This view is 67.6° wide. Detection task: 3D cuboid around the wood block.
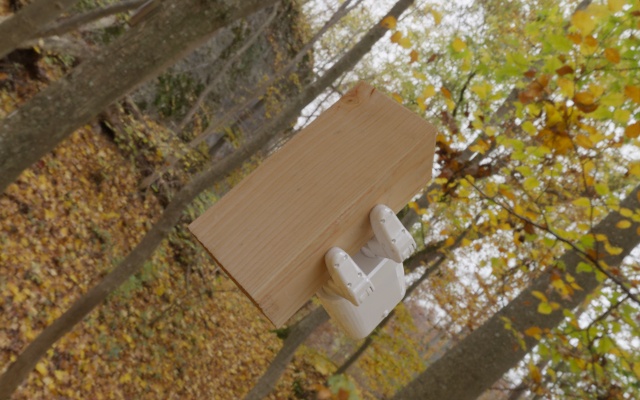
[{"bbox_3d":[0.000,0.001,0.430,0.090,0.206,0.090,40,-17,27],"label":"wood block"}]
